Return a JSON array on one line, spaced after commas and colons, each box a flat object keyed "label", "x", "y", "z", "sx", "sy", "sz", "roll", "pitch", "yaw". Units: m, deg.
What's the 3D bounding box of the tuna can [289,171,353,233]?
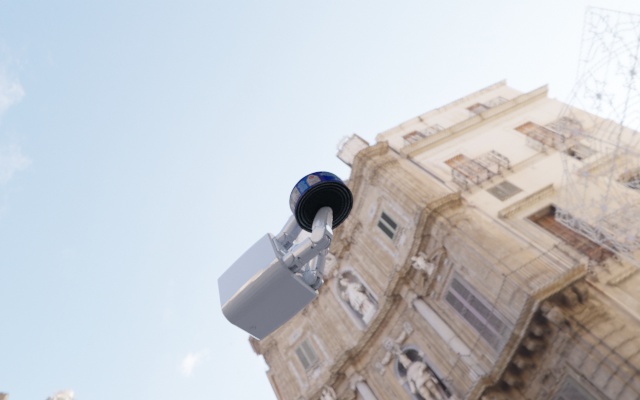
[{"label": "tuna can", "x": 0.000, "y": 0.002, "z": 0.666, "sx": 0.086, "sy": 0.086, "sz": 0.033, "roll": 0, "pitch": 32, "yaw": -25}]
